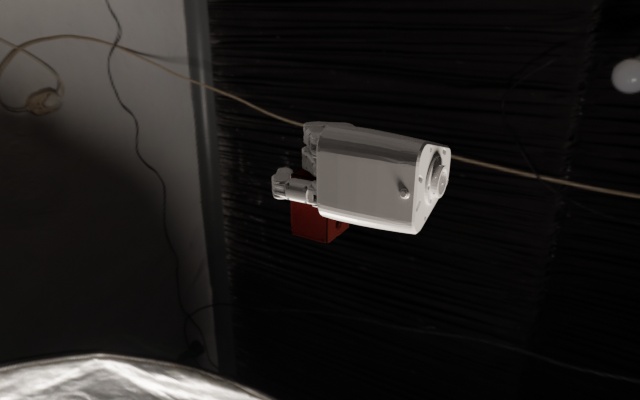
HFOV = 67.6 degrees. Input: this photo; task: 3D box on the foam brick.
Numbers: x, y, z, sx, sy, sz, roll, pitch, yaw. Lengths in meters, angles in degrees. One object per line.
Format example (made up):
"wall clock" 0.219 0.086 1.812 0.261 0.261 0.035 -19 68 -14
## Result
"foam brick" 0.000 0.002 0.557 0.051 0.078 0.053 12 26 28
